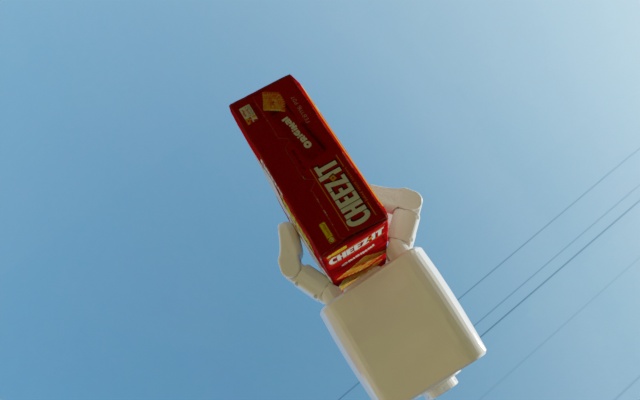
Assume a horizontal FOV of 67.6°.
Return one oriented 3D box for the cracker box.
[{"bbox_3d":[0.000,0.002,0.485,0.072,0.164,0.214,-31,-21,-5],"label":"cracker box"}]
